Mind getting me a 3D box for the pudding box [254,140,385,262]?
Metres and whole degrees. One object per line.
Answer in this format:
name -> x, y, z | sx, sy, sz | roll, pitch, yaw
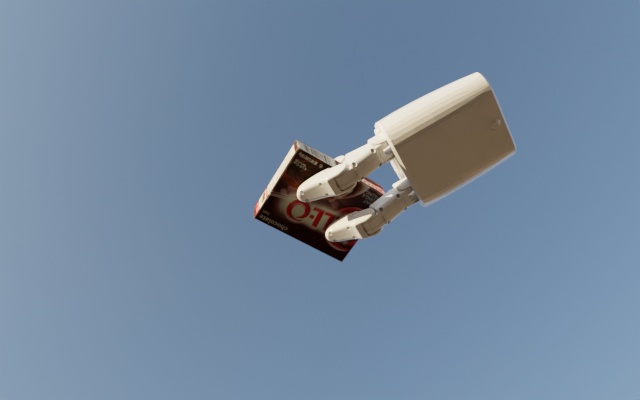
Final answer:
pudding box -> 0.000, 0.002, 0.504 | 0.113, 0.090, 0.039 | 29, 19, -15
